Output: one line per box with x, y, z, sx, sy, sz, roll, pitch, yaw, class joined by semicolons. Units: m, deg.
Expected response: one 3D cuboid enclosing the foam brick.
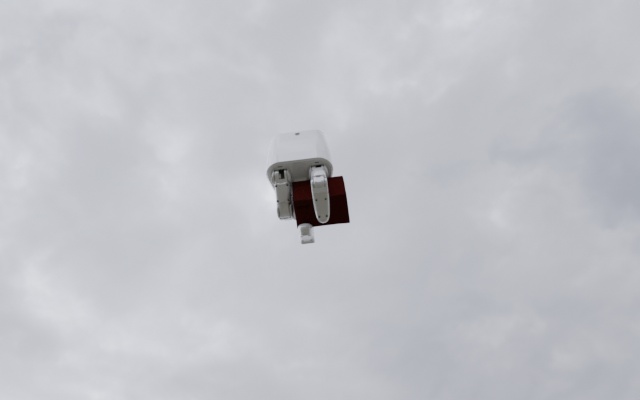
0.000;0.002;0.693;0.078;0.053;0.051;-6;34;1;foam brick
